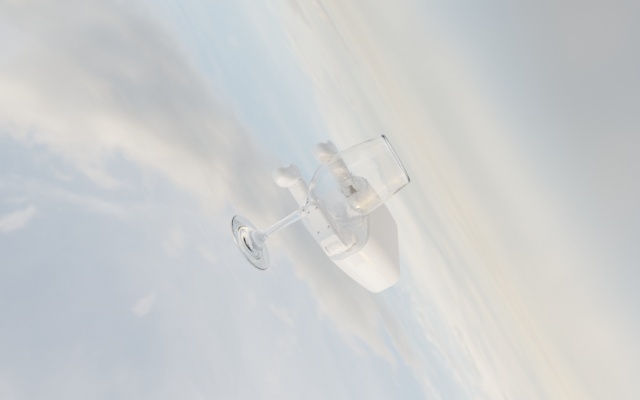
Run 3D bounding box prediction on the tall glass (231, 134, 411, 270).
[{"bbox_3d":[-0.001,0.002,0.546,0.201,0.079,0.079,-30,-8,14],"label":"tall glass"}]
